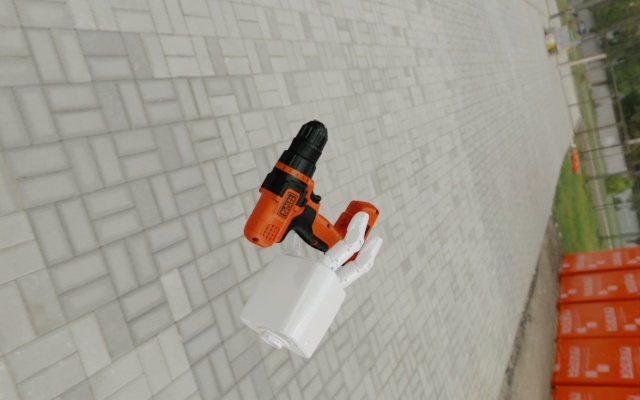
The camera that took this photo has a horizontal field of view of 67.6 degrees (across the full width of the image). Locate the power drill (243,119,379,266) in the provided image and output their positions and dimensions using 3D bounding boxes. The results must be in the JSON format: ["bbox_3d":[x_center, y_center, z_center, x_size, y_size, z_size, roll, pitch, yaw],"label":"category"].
[{"bbox_3d":[0.000,0.003,0.679,0.188,0.184,0.057,31,-1,-39],"label":"power drill"}]
